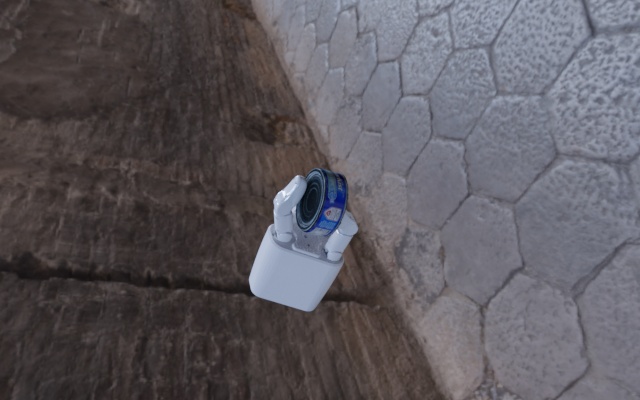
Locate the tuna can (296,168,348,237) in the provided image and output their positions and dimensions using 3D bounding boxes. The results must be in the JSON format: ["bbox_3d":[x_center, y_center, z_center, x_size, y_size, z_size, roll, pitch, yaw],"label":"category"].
[{"bbox_3d":[0.000,0.002,0.616,0.034,0.086,0.086,14,-6,-25],"label":"tuna can"}]
